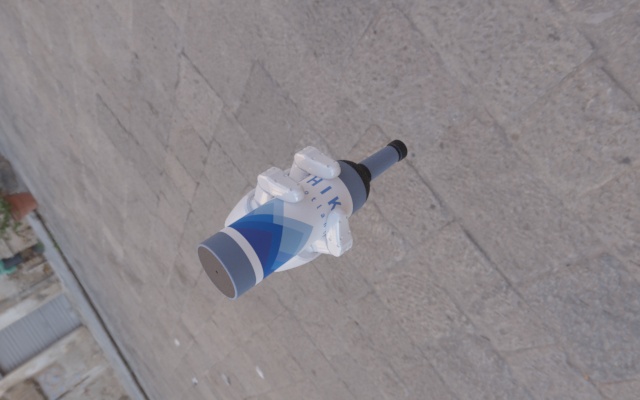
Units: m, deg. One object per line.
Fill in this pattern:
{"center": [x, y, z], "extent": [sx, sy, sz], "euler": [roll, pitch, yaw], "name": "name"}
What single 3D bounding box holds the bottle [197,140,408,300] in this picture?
{"center": [0.000, 0.002, 0.552], "extent": [0.295, 0.069, 0.069], "euler": [-34, 19, -31], "name": "bottle"}
